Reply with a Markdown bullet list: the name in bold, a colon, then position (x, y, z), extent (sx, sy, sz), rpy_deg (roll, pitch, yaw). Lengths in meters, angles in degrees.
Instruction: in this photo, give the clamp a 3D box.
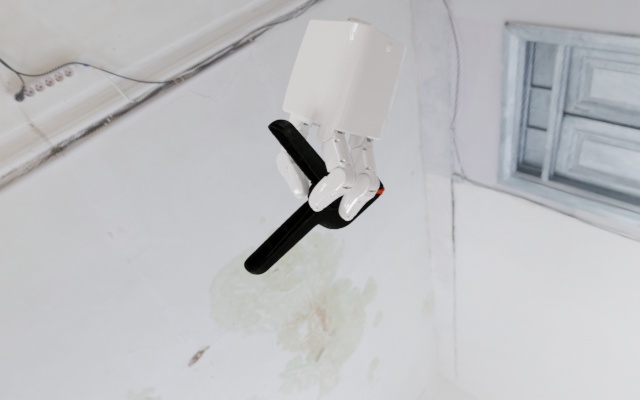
- **clamp**: position (0.000, 0.001, 0.548), extent (0.036, 0.164, 0.210), rpy_deg (27, 15, 36)
